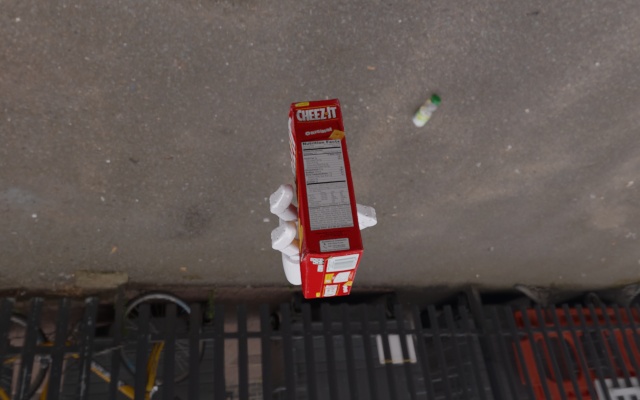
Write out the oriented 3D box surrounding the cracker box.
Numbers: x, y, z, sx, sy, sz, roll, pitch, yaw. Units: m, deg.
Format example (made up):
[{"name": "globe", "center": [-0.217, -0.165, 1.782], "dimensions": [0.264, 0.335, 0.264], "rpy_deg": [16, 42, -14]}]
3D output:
[{"name": "cracker box", "center": [0.000, 0.002, 0.631], "dimensions": [0.072, 0.213, 0.164], "rpy_deg": [-5, -27, -5]}]
